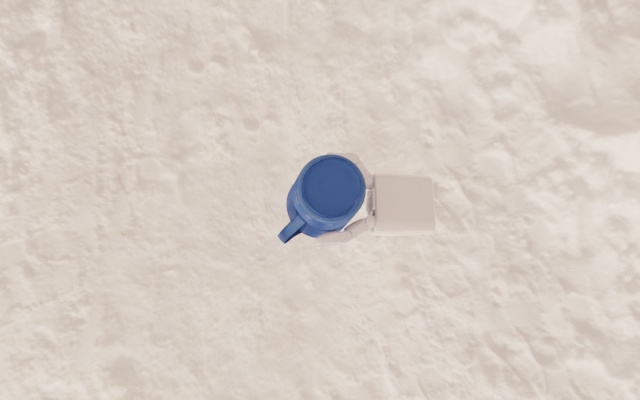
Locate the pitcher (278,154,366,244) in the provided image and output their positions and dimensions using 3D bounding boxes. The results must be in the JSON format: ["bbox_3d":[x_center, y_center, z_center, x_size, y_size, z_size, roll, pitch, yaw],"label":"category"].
[{"bbox_3d":[0.000,0.003,0.835,0.145,0.149,0.243,4,-7,-4],"label":"pitcher"}]
